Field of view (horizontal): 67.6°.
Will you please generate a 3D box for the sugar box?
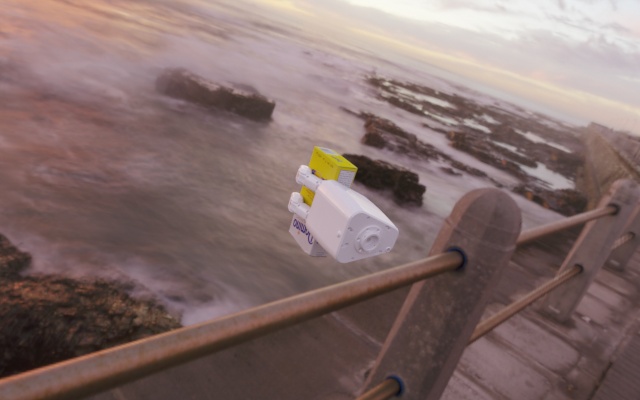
[{"bbox_3d":[0.000,0.003,0.846,0.048,0.176,0.093,7,23,-33],"label":"sugar box"}]
